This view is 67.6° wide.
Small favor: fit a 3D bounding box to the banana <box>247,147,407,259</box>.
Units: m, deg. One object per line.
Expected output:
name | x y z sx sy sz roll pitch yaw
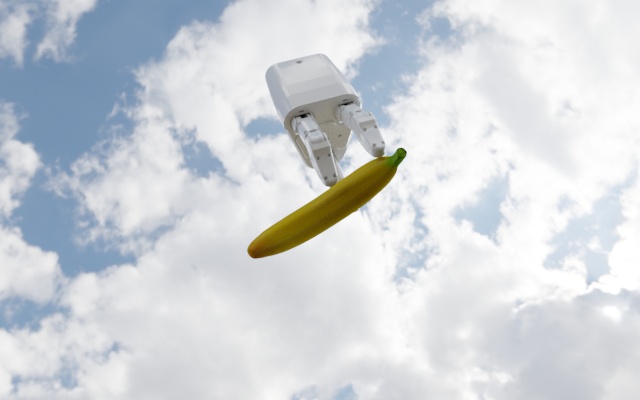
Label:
banana | 0.009 0.004 0.523 0.198 0.037 0.070 -35 -22 7
